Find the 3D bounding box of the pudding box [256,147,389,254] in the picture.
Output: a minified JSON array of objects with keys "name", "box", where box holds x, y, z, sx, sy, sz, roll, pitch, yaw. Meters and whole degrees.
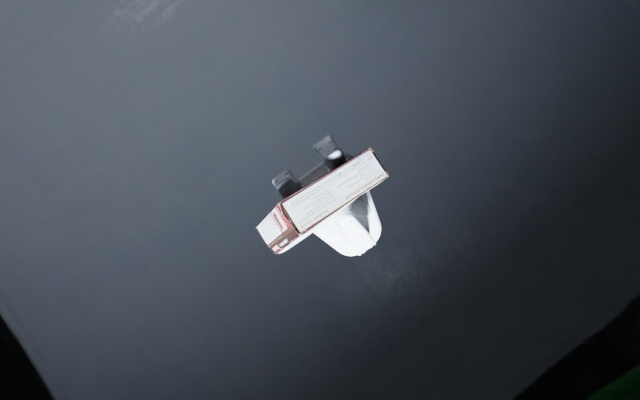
[{"name":"pudding box","box":[0.000,0.002,0.464,0.113,0.039,0.090,-35,-3,-26]}]
